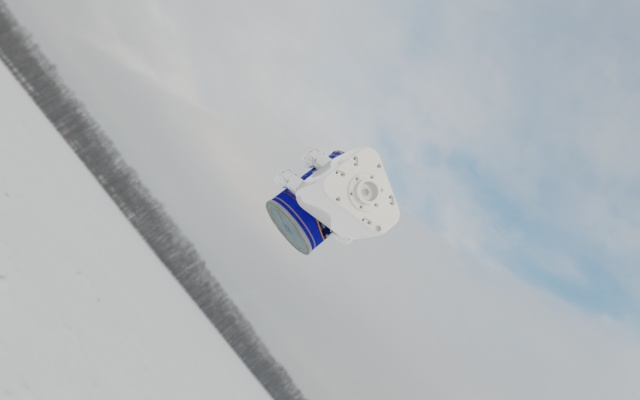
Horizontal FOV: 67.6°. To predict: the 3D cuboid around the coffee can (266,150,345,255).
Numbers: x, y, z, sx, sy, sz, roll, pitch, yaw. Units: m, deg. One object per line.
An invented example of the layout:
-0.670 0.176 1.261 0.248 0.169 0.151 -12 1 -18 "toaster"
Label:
0.000 0.003 0.750 0.140 0.103 0.103 -39 14 -18 "coffee can"
